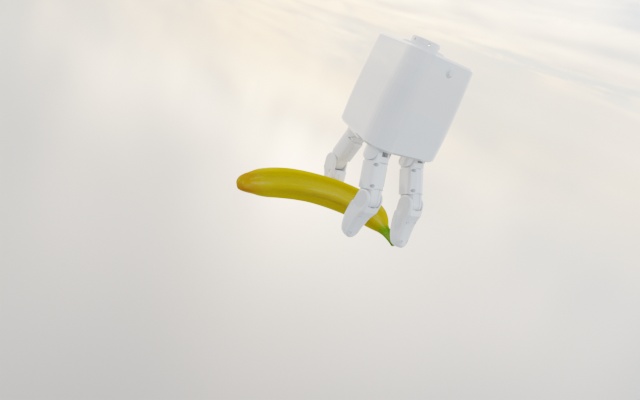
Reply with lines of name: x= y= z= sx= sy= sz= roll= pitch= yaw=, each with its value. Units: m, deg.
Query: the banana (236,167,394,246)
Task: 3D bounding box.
banana: x=0.001 y=-0.005 z=0.546 sx=0.198 sy=0.037 sz=0.069 roll=19 pitch=22 yaw=-15
